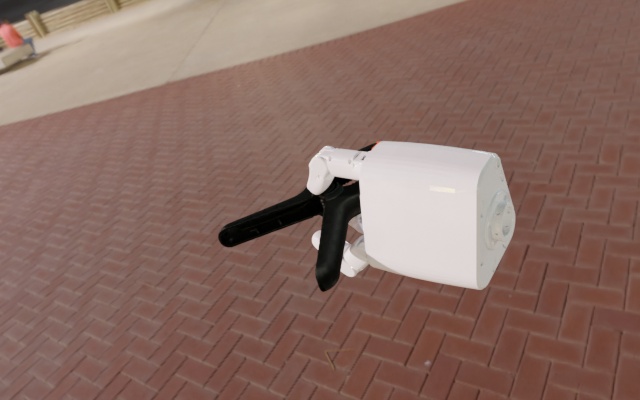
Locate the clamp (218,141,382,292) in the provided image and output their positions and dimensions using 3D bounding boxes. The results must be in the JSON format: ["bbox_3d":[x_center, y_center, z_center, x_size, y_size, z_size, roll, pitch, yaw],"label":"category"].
[{"bbox_3d":[0.000,0.001,0.513,0.164,0.036,0.210,10,44,38],"label":"clamp"}]
